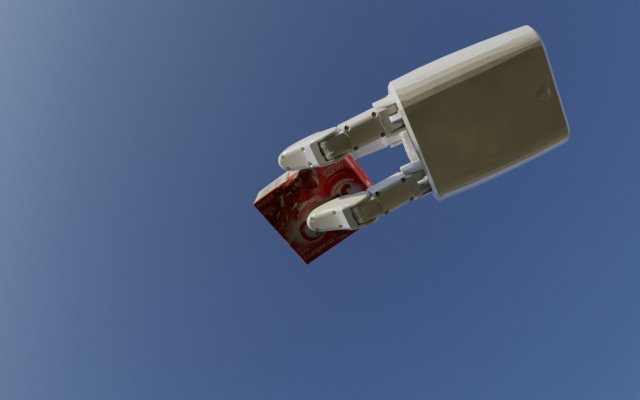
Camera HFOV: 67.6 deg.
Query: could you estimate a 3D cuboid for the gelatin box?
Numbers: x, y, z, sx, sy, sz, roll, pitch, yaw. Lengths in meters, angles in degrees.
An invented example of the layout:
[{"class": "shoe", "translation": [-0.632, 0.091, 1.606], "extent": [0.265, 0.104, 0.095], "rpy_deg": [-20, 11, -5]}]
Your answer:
[{"class": "gelatin box", "translation": [0.000, 0.001, 0.407], "extent": [0.089, 0.073, 0.030], "rpy_deg": [-35, 16, 18]}]
